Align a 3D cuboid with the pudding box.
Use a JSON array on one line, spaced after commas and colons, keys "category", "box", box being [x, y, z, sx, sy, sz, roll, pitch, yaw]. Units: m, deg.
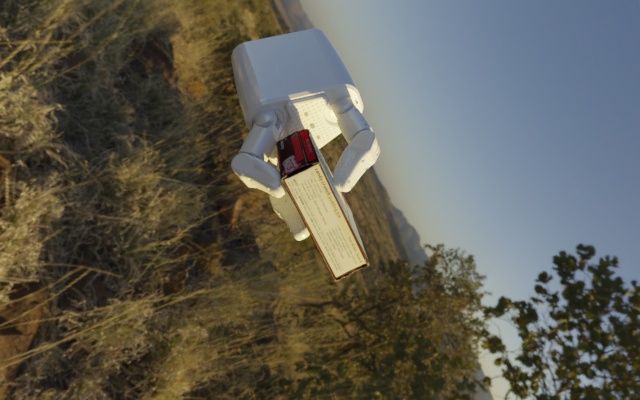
[{"category": "pudding box", "box": [0.000, 0.001, 0.430, 0.039, 0.113, 0.090, -26, 26, 6]}]
